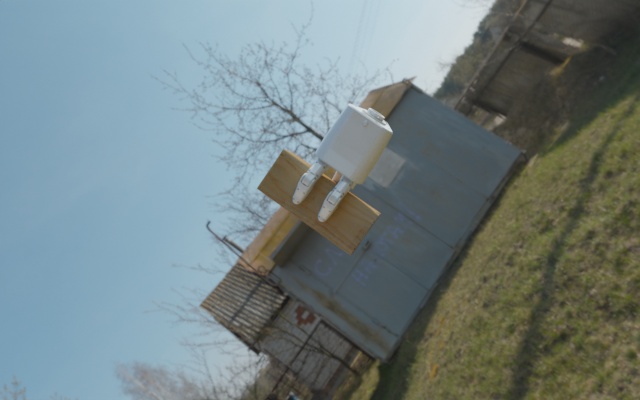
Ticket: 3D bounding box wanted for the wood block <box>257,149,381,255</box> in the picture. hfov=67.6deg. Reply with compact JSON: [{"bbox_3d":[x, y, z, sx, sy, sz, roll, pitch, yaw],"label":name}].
[{"bbox_3d":[0.000,0.002,0.881,0.206,0.090,0.091,35,5,7],"label":"wood block"}]
